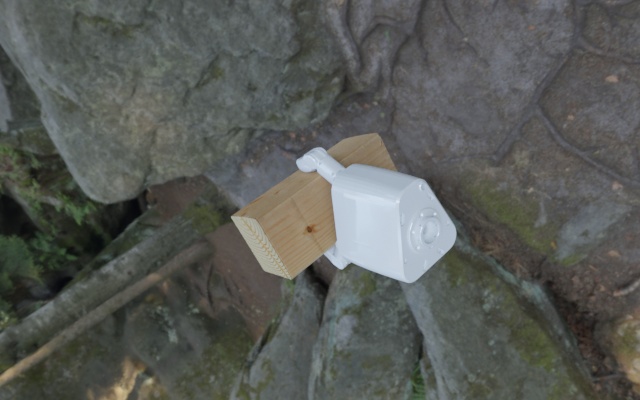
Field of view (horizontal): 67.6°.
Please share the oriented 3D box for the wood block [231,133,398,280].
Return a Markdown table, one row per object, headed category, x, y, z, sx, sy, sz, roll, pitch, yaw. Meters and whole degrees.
| category | x | y | z | sx | sy | sz | roll | pitch | yaw |
| --- | --- | --- | --- | --- | --- | --- | --- | --- | --- |
| wood block | 0.000 | 0.002 | 0.636 | 0.206 | 0.091 | 0.090 | -36 | 18 | -25 |
